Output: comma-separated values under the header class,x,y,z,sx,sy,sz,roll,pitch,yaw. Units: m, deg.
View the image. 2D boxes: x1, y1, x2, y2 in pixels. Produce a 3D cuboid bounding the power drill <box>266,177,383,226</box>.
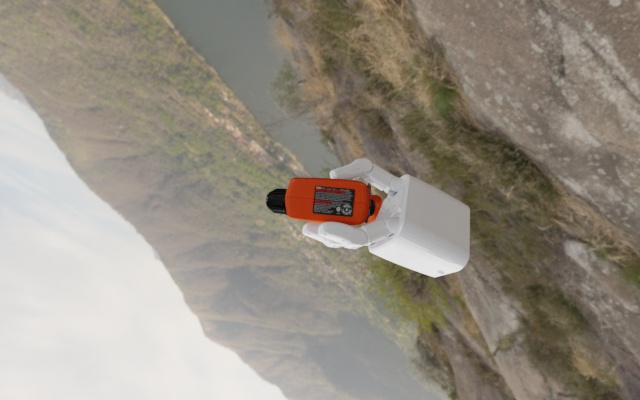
class,x,y,z,sx,sy,sz,roll,pitch,yaw
power drill,0.000,0.002,0.680,0.184,0.057,0.187,3,-1,4
